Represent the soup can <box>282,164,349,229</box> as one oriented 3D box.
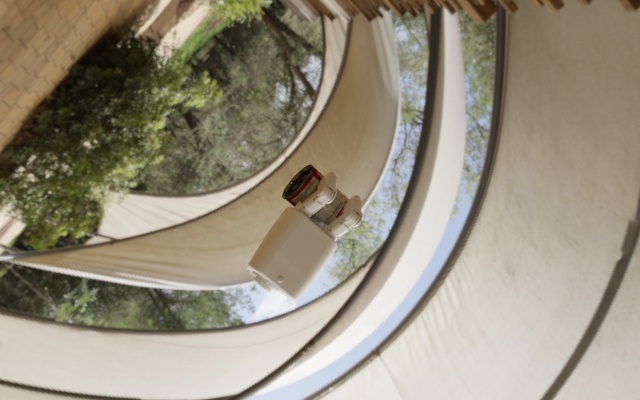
[{"bbox_3d":[0.001,0.002,0.744,0.102,0.068,0.068,42,-16,-18],"label":"soup can"}]
